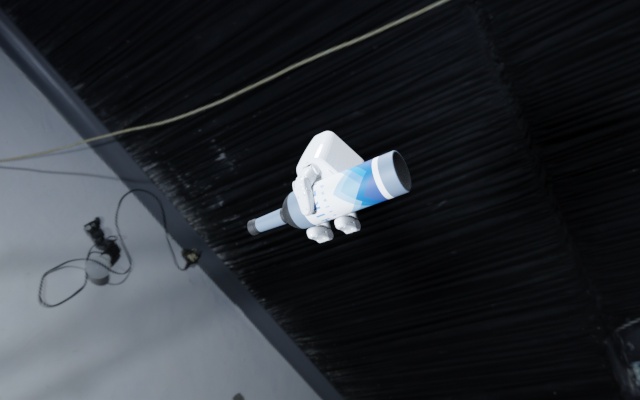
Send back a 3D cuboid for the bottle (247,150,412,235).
[{"bbox_3d":[0.000,0.003,0.781,0.296,0.069,0.069,-21,-10,28],"label":"bottle"}]
